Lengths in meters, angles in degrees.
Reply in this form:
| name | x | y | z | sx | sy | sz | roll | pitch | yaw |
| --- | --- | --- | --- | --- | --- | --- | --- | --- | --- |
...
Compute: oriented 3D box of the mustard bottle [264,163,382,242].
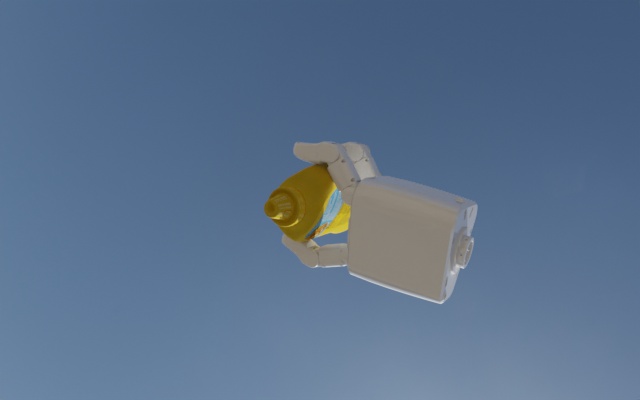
| name | x | y | z | sx | sy | sz | roll | pitch | yaw |
| --- | --- | --- | --- | --- | --- | --- | --- | --- | --- |
| mustard bottle | 0.000 | 0.002 | 0.550 | 0.058 | 0.096 | 0.191 | 42 | 23 | 21 |
